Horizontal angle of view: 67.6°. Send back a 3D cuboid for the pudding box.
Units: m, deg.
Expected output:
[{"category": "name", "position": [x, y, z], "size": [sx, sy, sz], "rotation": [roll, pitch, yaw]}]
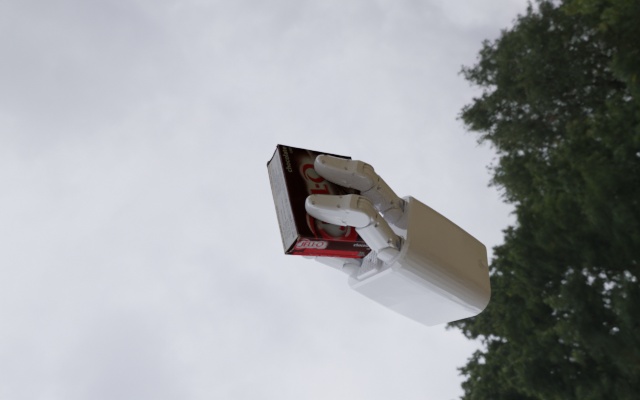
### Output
[{"category": "pudding box", "position": [0.000, 0.002, 0.476], "size": [0.090, 0.113, 0.039], "rotation": [7, -41, -31]}]
